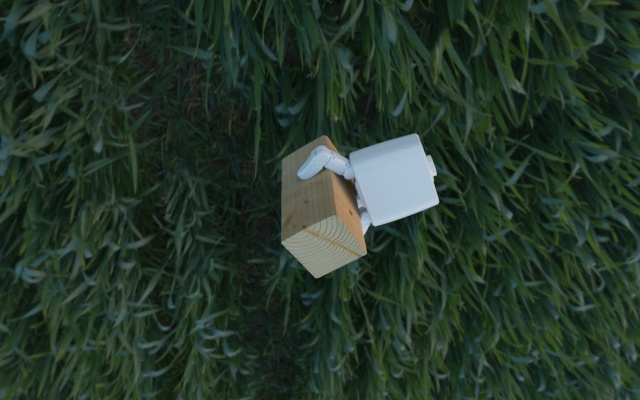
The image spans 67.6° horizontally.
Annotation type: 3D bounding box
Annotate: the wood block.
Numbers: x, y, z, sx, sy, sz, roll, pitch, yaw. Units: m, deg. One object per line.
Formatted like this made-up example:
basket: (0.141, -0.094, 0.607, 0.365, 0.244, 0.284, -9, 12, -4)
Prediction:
wood block: (0.000, 0.002, 0.736, 0.090, 0.091, 0.206, -28, 34, 17)
